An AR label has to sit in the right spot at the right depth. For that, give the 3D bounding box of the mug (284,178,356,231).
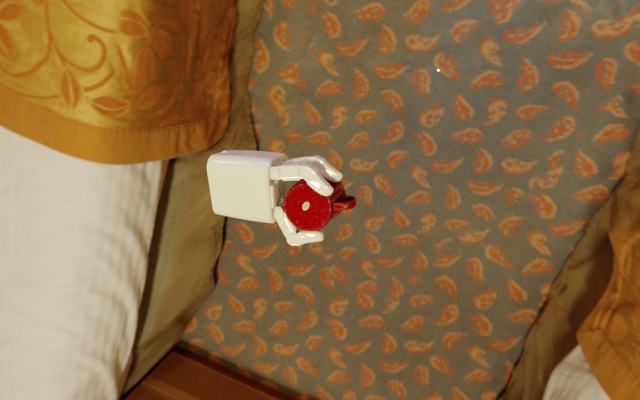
[{"bbox_3d":[0.001,0.003,0.786,0.117,0.093,0.081,6,16,13],"label":"mug"}]
